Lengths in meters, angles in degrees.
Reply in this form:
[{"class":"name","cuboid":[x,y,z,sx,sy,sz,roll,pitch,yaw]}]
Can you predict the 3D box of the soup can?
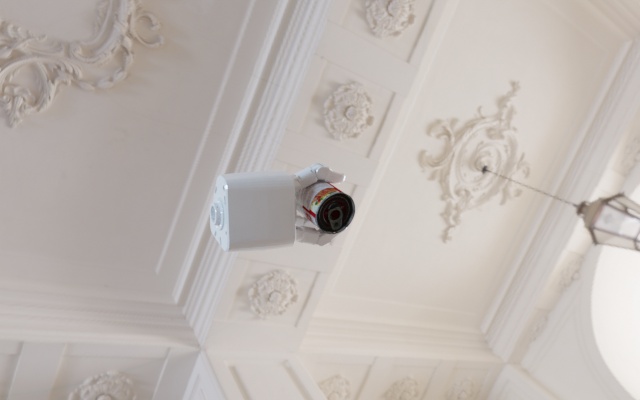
[{"class":"soup can","cuboid":[0.000,0.002,0.758,0.068,0.068,0.102,0,21,-30]}]
